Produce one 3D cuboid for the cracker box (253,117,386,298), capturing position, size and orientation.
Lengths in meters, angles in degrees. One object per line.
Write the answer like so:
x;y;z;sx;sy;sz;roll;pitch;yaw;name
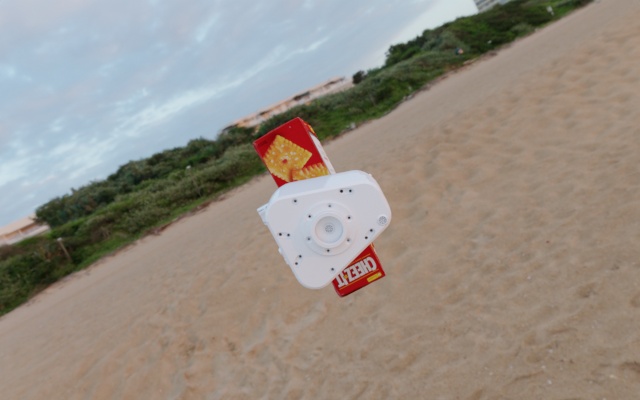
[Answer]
0.000;0.002;0.633;0.072;0.214;0.164;-28;5;5;cracker box
